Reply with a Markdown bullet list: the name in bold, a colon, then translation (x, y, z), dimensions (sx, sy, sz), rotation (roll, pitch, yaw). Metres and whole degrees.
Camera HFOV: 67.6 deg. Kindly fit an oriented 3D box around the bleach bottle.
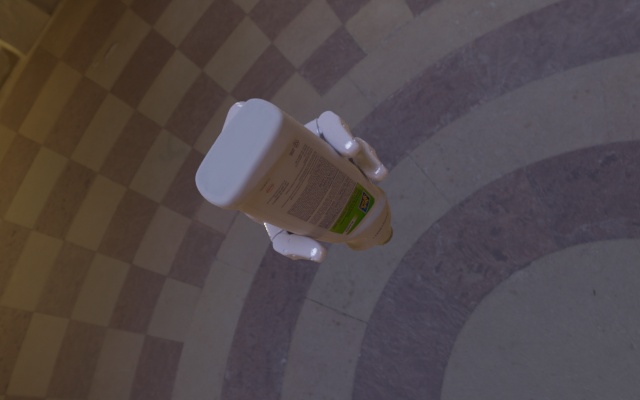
- **bleach bottle**: translation (0.000, 0.002, 0.492), dimensions (0.068, 0.102, 0.251), rotation (35, 1, 43)
